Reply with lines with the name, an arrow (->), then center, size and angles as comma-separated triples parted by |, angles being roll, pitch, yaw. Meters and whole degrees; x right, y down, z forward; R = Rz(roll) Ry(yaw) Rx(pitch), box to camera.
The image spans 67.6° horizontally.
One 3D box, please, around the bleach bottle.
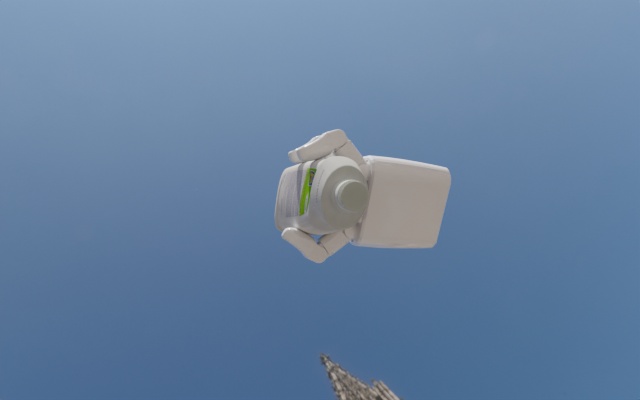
bleach bottle -> 0.000, 0.002, 0.571 | 0.068, 0.102, 0.251 | 6, 0, -15
